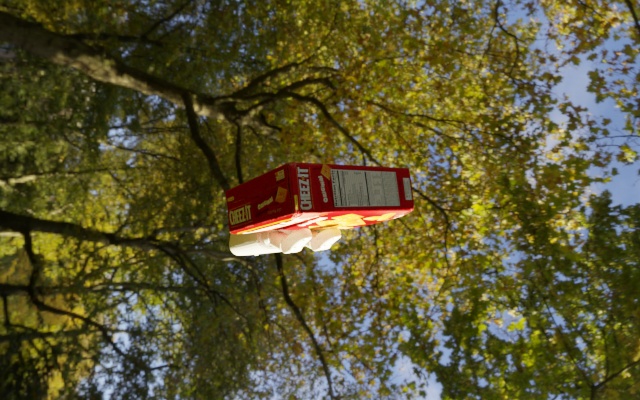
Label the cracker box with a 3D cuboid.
[{"bbox_3d":[0.000,0.002,0.676,0.214,0.072,0.164,-1,-11,-38],"label":"cracker box"}]
